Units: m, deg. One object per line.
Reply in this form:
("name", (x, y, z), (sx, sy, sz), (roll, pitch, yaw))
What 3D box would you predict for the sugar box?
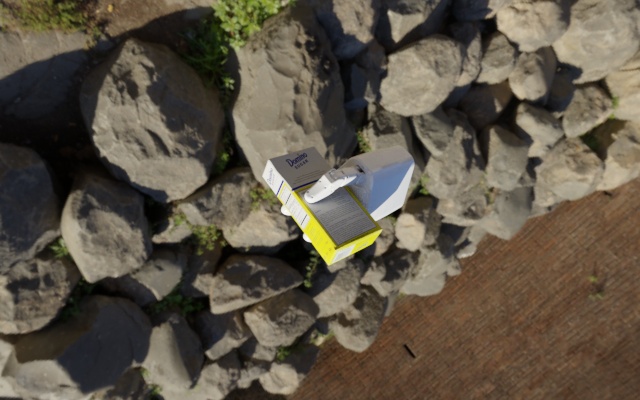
("sugar box", (0.000, 0.003, 0.710), (0.093, 0.176, 0.048), (-20, -30, -37))
